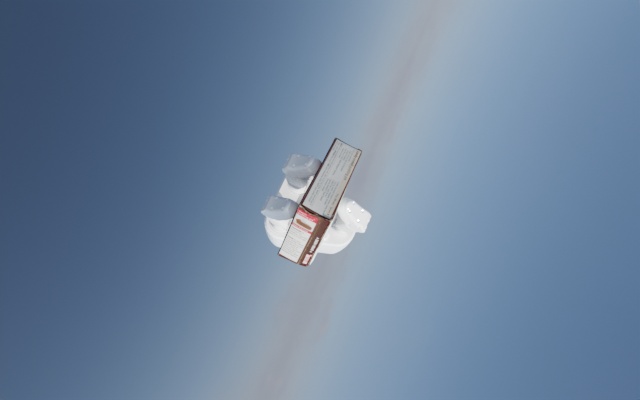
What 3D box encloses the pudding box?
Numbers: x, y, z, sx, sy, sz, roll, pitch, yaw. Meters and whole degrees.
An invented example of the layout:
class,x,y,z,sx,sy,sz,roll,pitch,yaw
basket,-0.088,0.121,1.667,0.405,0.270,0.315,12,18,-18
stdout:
class,x,y,z,sx,sy,sz,roll,pitch,yaw
pudding box,0.000,0.002,0.507,0.039,0.113,0.090,24,-42,0
